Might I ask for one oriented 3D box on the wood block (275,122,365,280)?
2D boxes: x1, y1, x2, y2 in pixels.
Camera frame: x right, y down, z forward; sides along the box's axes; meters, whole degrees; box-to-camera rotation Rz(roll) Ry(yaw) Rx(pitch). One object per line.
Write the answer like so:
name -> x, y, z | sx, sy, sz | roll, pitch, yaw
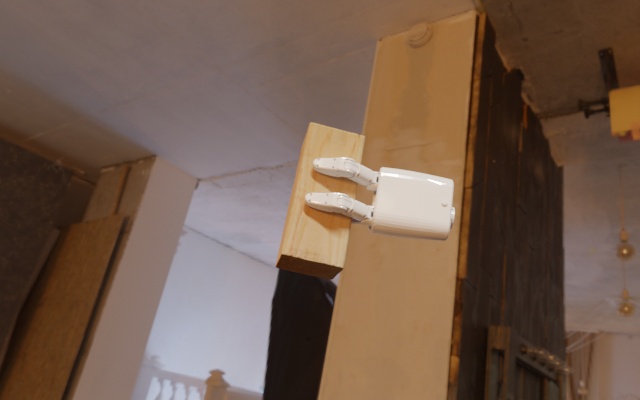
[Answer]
wood block -> 0.000, 0.002, 0.715 | 0.090, 0.206, 0.091 | 13, -22, -5
